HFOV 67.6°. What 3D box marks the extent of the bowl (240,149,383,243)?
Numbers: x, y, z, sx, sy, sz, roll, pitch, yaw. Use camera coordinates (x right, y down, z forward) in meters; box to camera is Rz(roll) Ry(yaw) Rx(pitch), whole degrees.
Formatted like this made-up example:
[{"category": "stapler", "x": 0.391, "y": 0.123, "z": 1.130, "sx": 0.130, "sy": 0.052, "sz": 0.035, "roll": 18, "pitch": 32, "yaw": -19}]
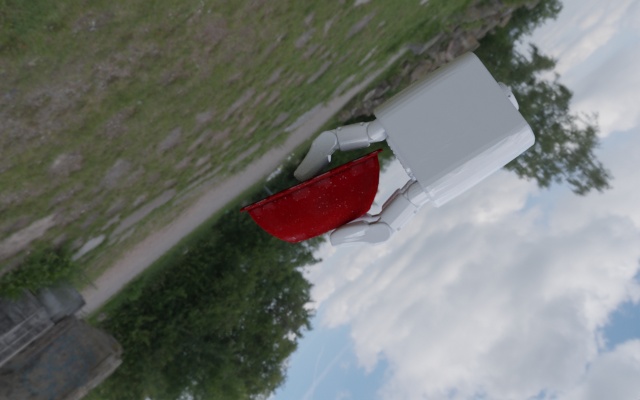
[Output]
[{"category": "bowl", "x": -0.001, "y": 0.003, "z": 0.502, "sx": 0.162, "sy": 0.055, "sz": 0.162, "roll": -23, "pitch": 3, "yaw": 1}]
